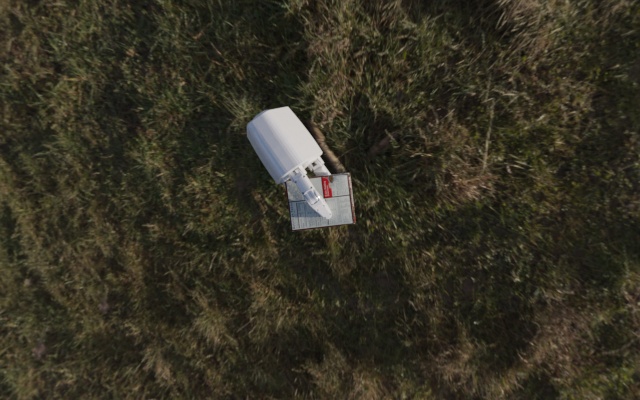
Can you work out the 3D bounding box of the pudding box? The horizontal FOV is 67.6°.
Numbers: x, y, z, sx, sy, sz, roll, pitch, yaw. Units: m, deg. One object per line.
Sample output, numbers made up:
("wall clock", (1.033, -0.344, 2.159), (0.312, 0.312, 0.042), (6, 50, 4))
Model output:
("pudding box", (0.000, 0.003, 0.824), (0.113, 0.090, 0.039), (-6, 3, 7))
